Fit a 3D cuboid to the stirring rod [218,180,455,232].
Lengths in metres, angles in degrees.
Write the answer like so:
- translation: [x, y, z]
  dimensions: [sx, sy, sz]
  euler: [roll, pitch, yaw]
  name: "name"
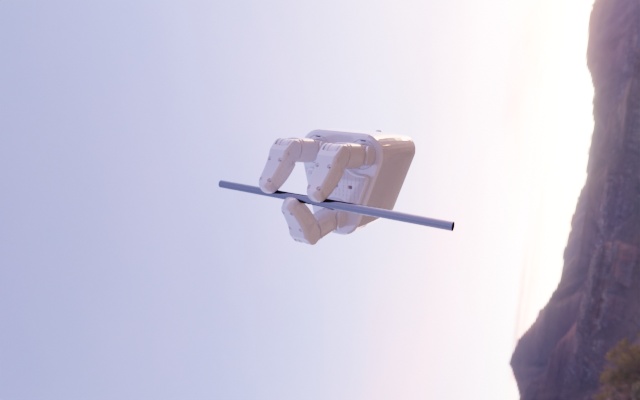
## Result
- translation: [0.000, 0.001, 0.427]
  dimensions: [0.239, 0.011, 0.011]
  euler: [10, 5, 31]
  name: "stirring rod"
